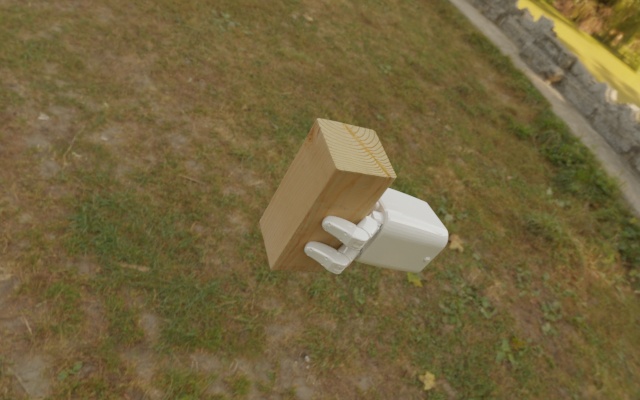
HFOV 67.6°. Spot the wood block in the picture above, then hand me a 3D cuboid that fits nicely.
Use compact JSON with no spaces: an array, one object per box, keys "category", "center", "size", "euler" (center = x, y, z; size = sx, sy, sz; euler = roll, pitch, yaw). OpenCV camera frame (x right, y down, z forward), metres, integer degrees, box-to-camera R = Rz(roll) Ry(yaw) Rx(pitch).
[{"category":"wood block","center":[0.000,0.002,0.646],"size":[0.090,0.090,0.206],"euler":[7,-44,-29]}]
